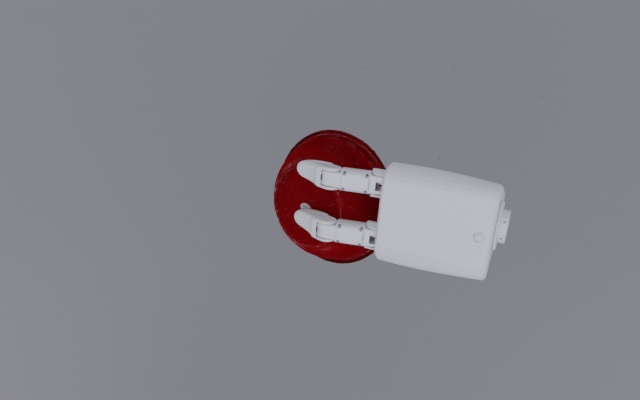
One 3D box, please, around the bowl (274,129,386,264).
[{"bbox_3d":[-0.001,0.002,0.548,0.162,0.162,0.055,0,11,35],"label":"bowl"}]
